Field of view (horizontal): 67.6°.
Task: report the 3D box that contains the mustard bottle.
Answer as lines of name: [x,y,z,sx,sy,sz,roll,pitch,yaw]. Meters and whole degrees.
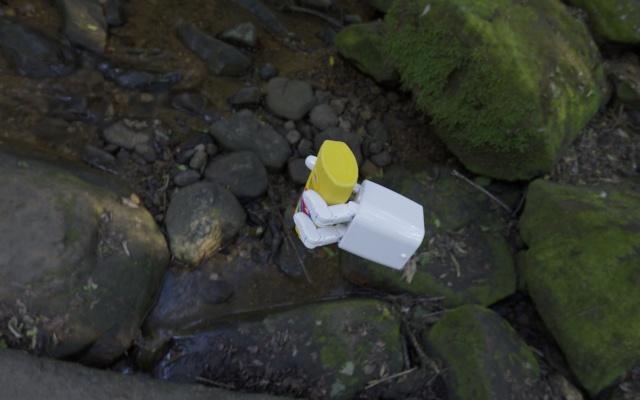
mustard bottle: [0.000,0.002,0.763,0.058,0.096,0.192,4,-41,-20]
